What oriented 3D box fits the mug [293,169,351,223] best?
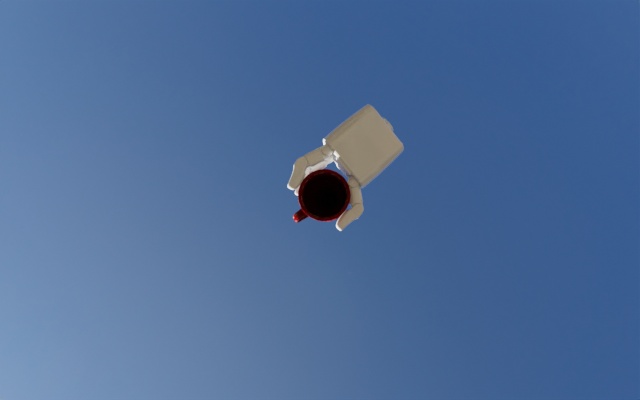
[{"bbox_3d":[-0.001,0.004,0.879,0.117,0.093,0.081,-39,-9,-1],"label":"mug"}]
